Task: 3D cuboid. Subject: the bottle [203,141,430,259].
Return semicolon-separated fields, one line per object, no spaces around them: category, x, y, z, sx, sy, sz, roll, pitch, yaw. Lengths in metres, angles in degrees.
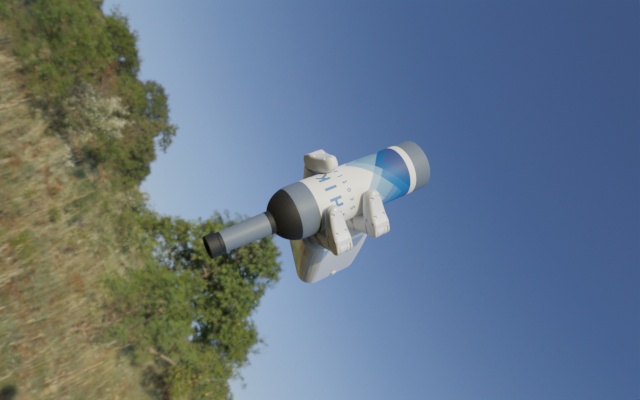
bottle;0.000;0.002;0.585;0.295;0.069;0.069;-22;9;-23
